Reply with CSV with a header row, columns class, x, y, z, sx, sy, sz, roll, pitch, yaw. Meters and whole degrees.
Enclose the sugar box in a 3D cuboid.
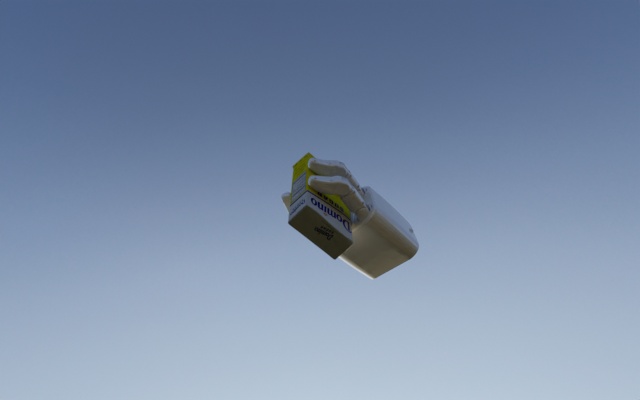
class,x,y,z,sx,sy,sz,roll,pitch,yaw
sugar box,0.001,0.002,0.721,0.093,0.048,0.176,40,19,-21
